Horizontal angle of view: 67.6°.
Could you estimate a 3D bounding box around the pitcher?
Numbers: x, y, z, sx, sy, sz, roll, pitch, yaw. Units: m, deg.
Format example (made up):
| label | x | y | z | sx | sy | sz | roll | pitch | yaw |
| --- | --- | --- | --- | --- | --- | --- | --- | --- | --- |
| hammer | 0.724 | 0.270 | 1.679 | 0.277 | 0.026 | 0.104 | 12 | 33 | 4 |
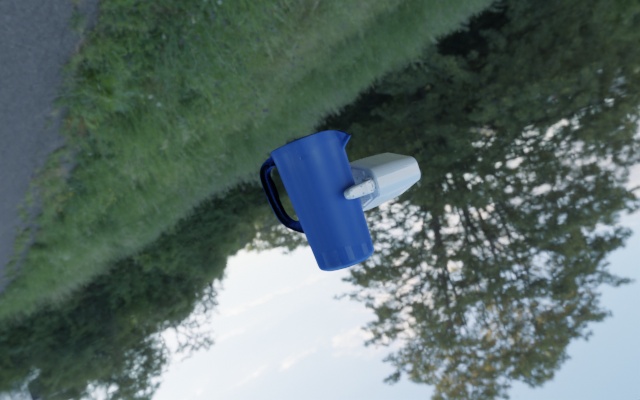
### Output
| label | x | y | z | sx | sy | sz | roll | pitch | yaw |
| --- | --- | --- | --- | --- | --- | --- | --- | --- | --- |
| pitcher | 0.000 | 0.003 | 0.871 | 0.145 | 0.243 | 0.149 | -20 | 3 | -27 |
